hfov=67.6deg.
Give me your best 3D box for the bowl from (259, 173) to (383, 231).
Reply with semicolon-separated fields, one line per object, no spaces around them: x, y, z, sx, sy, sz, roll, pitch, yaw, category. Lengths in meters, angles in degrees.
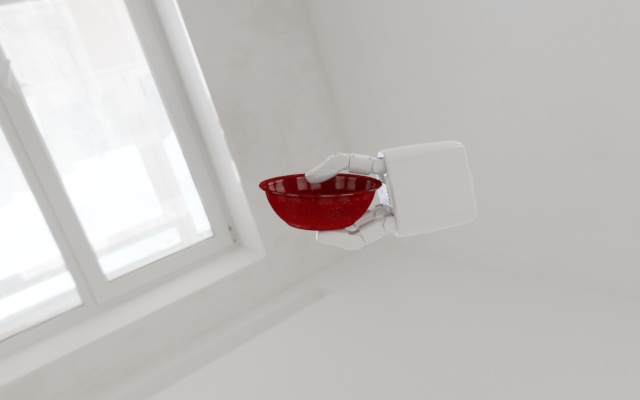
-0.001;0.002;0.631;0.162;0.055;0.162;0;12;0;bowl
